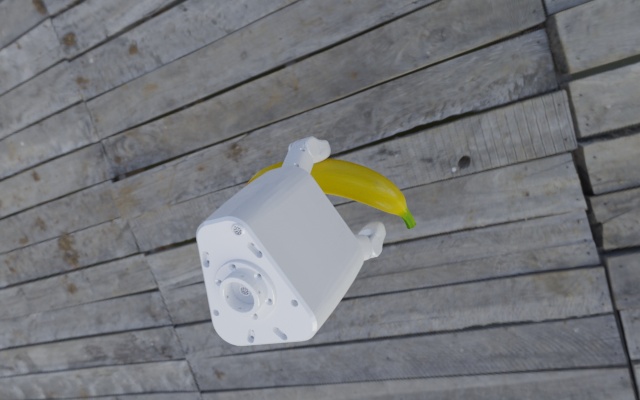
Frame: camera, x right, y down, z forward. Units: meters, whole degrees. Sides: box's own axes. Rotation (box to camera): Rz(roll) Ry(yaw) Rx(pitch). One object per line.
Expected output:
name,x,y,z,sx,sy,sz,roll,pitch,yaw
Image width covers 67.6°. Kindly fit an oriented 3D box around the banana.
banana,0.004,-0.014,0.506,0.198,0.070,0.037,12,32,17
